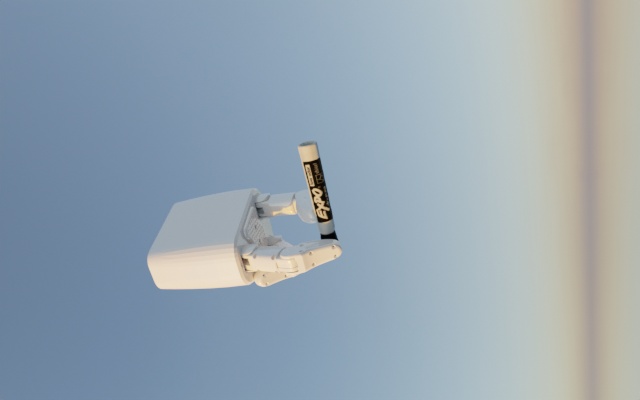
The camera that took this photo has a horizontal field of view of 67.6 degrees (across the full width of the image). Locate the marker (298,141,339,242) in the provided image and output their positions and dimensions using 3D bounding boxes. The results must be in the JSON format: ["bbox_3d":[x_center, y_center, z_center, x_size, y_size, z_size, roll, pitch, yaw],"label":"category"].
[{"bbox_3d":[0.000,0.002,0.470,0.020,0.121,0.020,-11,20,4],"label":"marker"}]
